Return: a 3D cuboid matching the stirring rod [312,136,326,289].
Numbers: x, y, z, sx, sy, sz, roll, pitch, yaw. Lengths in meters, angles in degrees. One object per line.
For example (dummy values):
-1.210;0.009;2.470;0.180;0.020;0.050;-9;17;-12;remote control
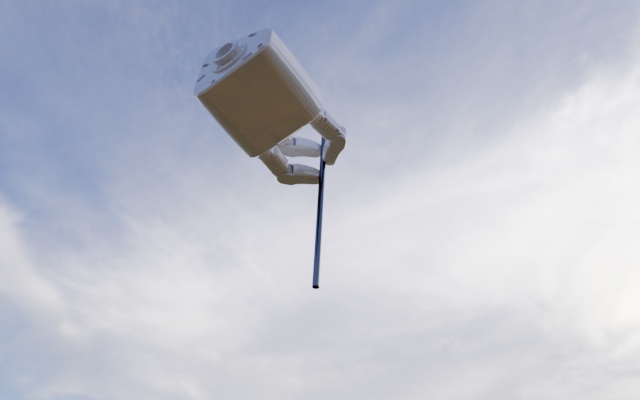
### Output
0.000;0.002;0.589;0.011;0.239;0.011;2;-41;2;stirring rod
